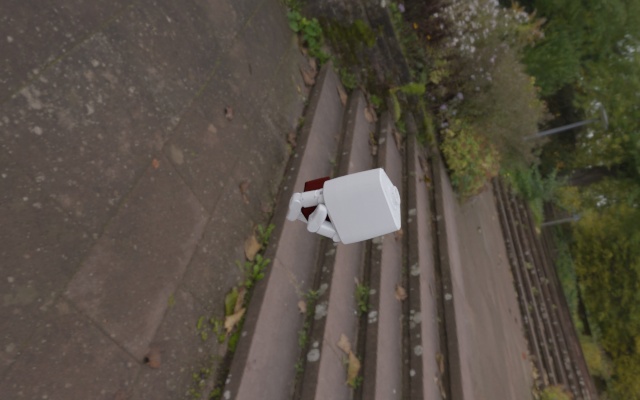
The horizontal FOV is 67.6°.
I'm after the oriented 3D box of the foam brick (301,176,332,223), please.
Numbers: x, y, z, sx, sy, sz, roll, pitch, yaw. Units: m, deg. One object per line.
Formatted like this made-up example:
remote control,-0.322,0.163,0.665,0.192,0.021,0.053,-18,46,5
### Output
foam brick,0.000,0.003,0.884,0.051,0.078,0.053,-15,-50,20
